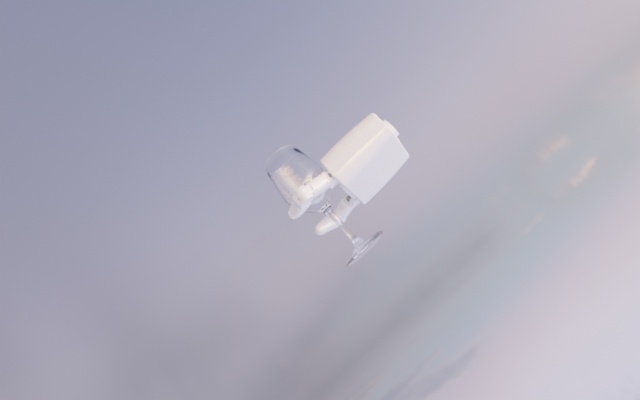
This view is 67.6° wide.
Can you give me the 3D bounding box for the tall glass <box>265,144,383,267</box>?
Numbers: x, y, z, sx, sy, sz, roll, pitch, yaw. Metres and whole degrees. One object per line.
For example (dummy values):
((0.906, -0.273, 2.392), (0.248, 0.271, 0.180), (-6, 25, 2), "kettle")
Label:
((0.000, 0.003, 0.732), (0.201, 0.079, 0.079), (47, 16, 16), "tall glass")
